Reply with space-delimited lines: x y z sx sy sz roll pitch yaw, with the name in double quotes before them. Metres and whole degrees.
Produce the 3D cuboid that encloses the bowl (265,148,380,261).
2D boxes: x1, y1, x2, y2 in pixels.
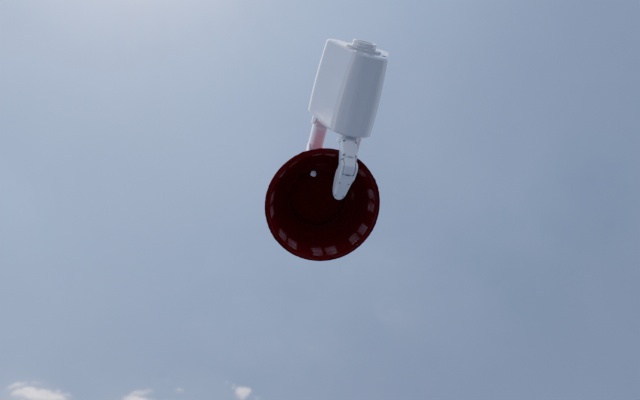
"bowl" -0.001 0.003 0.682 0.162 0.162 0.055 0 13 -9
